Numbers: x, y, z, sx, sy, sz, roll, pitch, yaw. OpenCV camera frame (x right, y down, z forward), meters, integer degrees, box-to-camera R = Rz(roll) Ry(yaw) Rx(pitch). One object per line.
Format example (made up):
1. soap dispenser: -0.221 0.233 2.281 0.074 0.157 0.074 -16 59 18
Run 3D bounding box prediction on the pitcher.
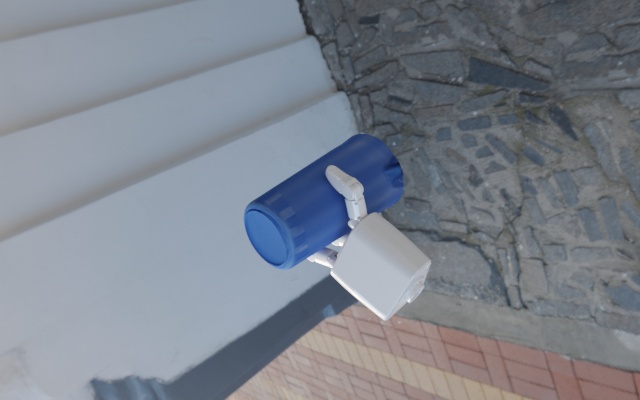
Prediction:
1. pitcher: 0.000 0.002 0.735 0.145 0.149 0.242 40 50 23
